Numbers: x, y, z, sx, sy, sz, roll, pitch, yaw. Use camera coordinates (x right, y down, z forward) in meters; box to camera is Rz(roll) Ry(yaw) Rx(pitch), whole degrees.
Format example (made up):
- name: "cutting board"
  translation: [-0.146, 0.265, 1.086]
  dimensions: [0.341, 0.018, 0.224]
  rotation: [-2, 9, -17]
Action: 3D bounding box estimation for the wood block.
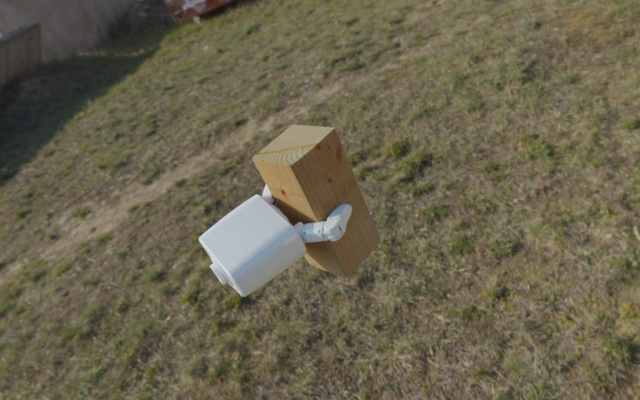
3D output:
- name: "wood block"
  translation: [0.000, 0.002, 0.697]
  dimensions: [0.091, 0.206, 0.090]
  rotation: [14, 49, 46]
